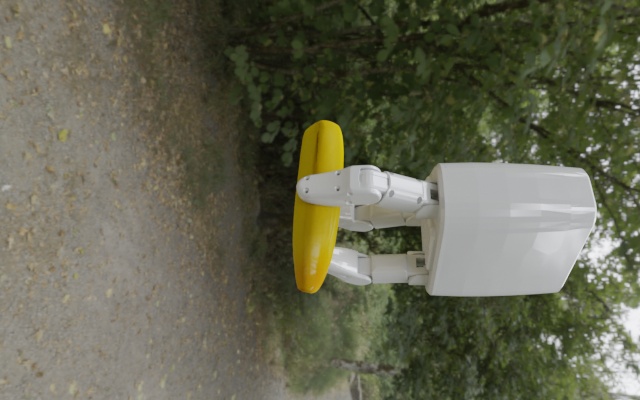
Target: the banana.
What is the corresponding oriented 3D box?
[{"bbox_3d":[0.000,-0.016,0.400,0.037,0.070,0.197,2,37,2],"label":"banana"}]
